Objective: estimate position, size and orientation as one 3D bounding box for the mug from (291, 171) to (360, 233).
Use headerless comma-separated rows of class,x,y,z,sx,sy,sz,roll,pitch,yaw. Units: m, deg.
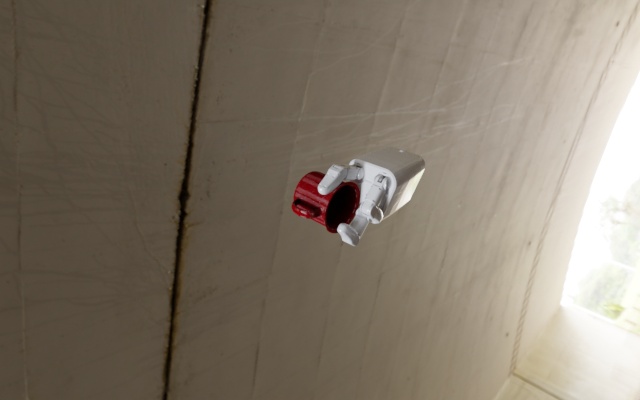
mug,-0.001,0.003,0.813,0.081,0.093,0.117,25,35,35
